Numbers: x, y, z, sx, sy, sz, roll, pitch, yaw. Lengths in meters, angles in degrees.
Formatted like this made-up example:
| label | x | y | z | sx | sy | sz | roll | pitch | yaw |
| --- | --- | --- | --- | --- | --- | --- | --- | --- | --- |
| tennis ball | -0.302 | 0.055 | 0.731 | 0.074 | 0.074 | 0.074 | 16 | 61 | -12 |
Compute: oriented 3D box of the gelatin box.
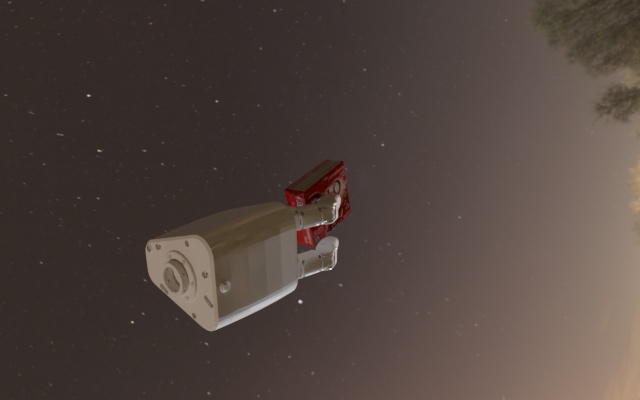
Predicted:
| label | x | y | z | sx | sy | sz | roll | pitch | yaw |
| --- | --- | --- | --- | --- | --- | --- | --- | --- | --- |
| gelatin box | 0.000 | 0.002 | 0.572 | 0.030 | 0.073 | 0.089 | 9 | 32 | 33 |
